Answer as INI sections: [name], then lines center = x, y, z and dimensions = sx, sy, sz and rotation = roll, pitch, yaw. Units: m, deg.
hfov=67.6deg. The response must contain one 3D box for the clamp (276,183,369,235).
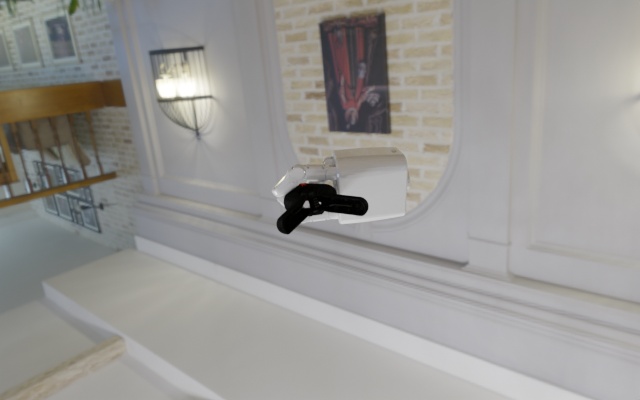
[clamp]
center = 0.000, 0.003, 0.674
dimensions = 0.120, 0.039, 0.171
rotation = -6, 18, -1
